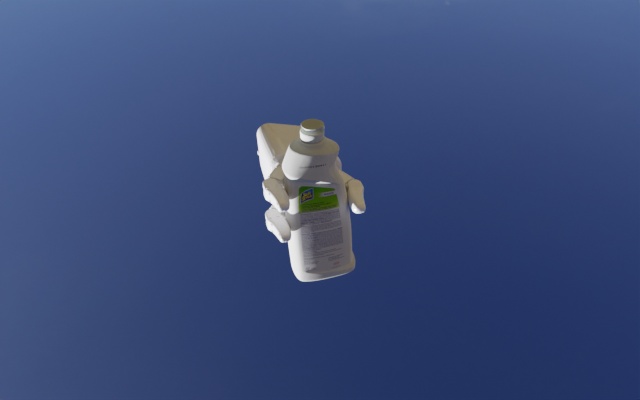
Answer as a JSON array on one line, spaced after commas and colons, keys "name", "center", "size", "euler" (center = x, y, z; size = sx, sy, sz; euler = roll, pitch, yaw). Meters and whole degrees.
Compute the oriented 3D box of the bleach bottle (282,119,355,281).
[{"name": "bleach bottle", "center": [0.000, 0.002, 0.674], "size": [0.102, 0.251, 0.068], "euler": [-12, 39, -13]}]
